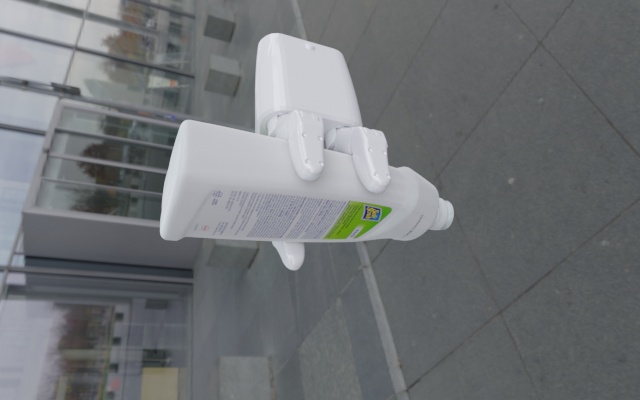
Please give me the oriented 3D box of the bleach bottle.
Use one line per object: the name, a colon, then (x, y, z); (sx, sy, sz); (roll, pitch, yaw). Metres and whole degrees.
bleach bottle: (0.000, 0.001, 0.411); (0.251, 0.068, 0.103); (9, -36, -23)
